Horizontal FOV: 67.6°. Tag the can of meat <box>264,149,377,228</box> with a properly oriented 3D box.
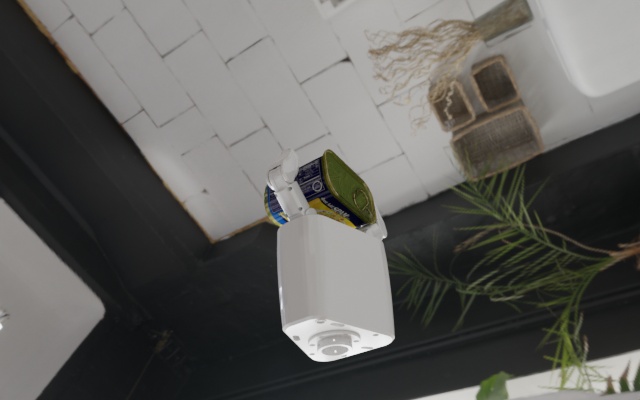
[{"bbox_3d":[0.000,0.002,0.525,0.084,0.057,0.102,-25,-39,24],"label":"can of meat"}]
